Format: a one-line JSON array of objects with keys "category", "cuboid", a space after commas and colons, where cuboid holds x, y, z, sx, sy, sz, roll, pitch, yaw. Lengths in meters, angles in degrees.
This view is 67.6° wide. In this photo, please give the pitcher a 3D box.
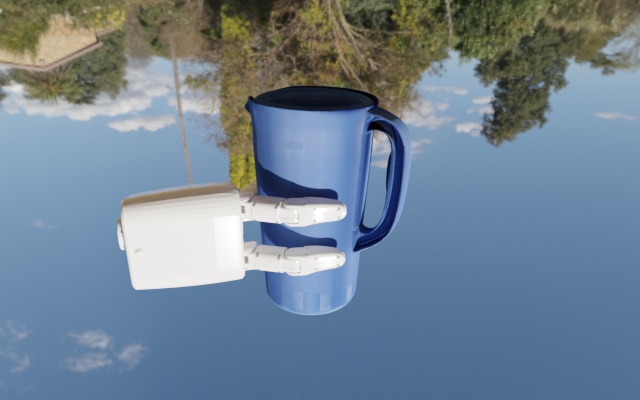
[{"category": "pitcher", "cuboid": [0.000, 0.002, 0.525, 0.145, 0.243, 0.149, -7, 24, -17]}]
